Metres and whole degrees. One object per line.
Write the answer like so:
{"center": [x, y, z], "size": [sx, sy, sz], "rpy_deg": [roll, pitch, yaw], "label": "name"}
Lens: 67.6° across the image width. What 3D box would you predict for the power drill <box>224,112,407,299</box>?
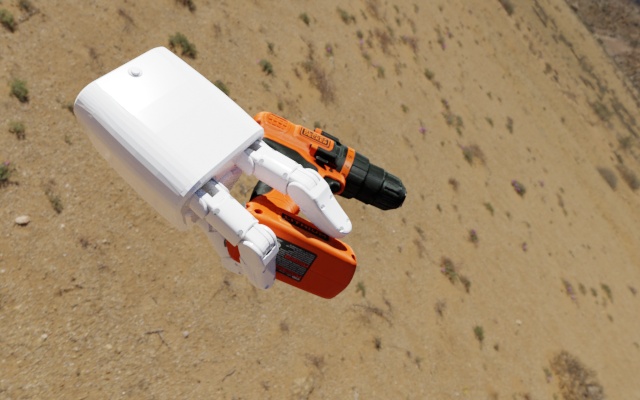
{"center": [0.000, 0.002, 0.452], "size": [0.184, 0.057, 0.187], "rpy_deg": [23, 34, -8], "label": "power drill"}
